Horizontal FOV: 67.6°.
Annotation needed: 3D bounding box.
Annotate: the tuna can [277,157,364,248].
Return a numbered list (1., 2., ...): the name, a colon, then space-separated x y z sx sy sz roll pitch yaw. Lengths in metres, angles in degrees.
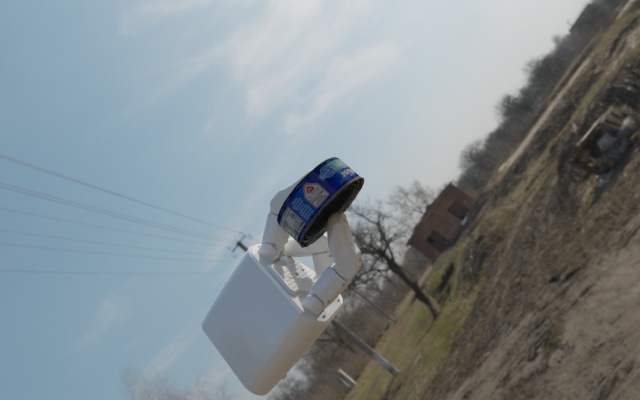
1. tuna can: 0.000 0.001 0.444 0.033 0.086 0.086 42 11 13
